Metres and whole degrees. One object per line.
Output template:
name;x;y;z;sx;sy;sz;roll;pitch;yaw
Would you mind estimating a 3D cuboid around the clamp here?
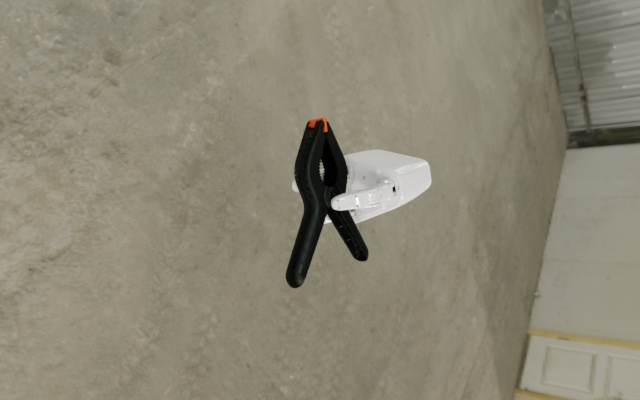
clamp;0.001;0.001;0.611;0.036;0.210;0.164;-3;12;36
